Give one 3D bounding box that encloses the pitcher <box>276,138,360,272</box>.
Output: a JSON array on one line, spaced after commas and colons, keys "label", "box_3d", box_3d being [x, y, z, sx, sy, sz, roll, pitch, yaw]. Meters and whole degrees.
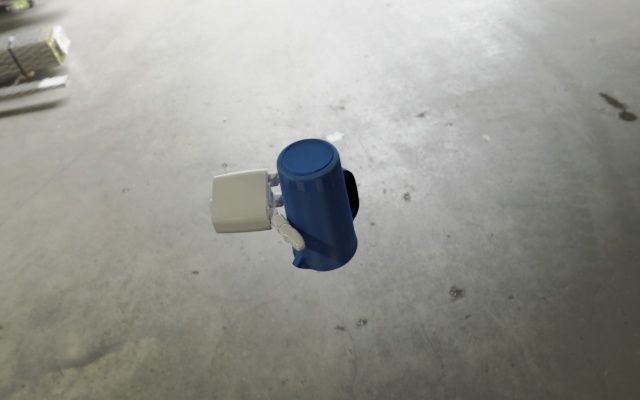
[{"label": "pitcher", "box_3d": [0.000, 0.003, 0.884, 0.145, 0.149, 0.243, -6, -45, 4]}]
